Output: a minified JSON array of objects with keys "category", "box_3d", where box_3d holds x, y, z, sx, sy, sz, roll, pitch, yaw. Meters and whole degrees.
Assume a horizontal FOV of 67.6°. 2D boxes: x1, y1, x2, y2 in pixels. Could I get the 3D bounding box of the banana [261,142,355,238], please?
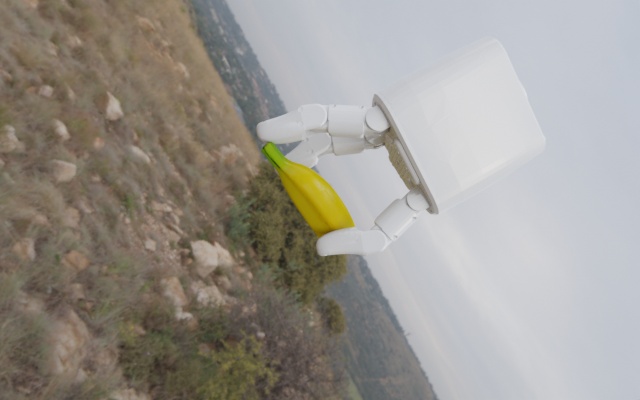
[{"category":"banana","box_3d":[0.007,0.014,0.455,0.037,0.069,0.198,-31,-31,1]}]
